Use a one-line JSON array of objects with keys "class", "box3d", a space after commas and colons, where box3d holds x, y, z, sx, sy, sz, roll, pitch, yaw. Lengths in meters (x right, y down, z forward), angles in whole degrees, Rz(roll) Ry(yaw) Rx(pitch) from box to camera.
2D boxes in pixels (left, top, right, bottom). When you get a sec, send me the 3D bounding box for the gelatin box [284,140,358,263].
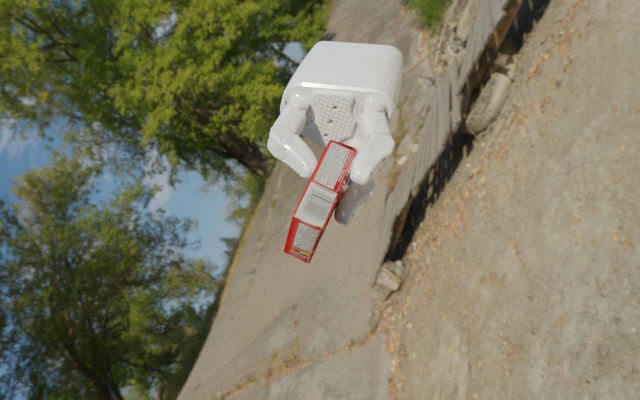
[{"class": "gelatin box", "box3d": [0.000, 0.001, 0.426, 0.030, 0.089, 0.073, 24, -31, 2]}]
